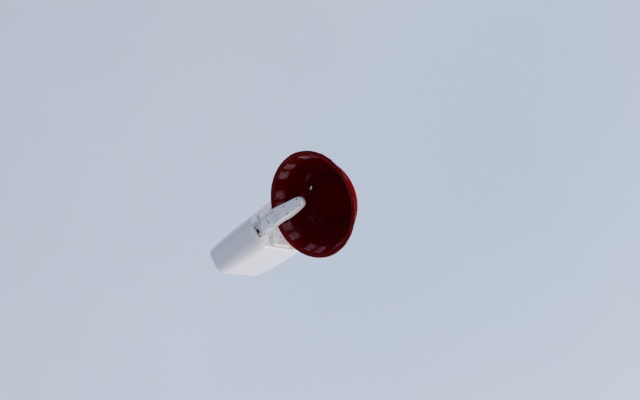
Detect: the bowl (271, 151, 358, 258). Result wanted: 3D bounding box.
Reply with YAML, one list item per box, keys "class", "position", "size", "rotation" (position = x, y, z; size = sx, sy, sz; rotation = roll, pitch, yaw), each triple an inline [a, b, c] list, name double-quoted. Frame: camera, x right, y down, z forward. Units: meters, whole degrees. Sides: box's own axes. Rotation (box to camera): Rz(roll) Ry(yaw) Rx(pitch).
- class: "bowl"
  position: [0.001, 0.002, 0.723]
  size: [0.162, 0.162, 0.055]
  rotation: [0, 10, 40]
